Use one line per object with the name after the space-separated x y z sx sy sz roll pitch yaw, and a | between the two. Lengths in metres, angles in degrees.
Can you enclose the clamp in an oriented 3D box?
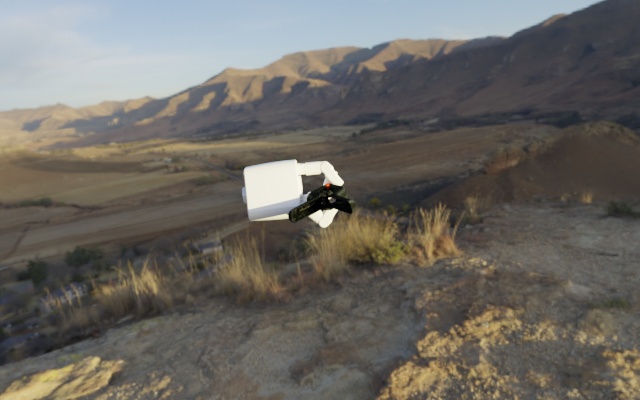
0.000 0.002 0.895 0.120 0.039 0.171 -6 12 -1 | clamp
